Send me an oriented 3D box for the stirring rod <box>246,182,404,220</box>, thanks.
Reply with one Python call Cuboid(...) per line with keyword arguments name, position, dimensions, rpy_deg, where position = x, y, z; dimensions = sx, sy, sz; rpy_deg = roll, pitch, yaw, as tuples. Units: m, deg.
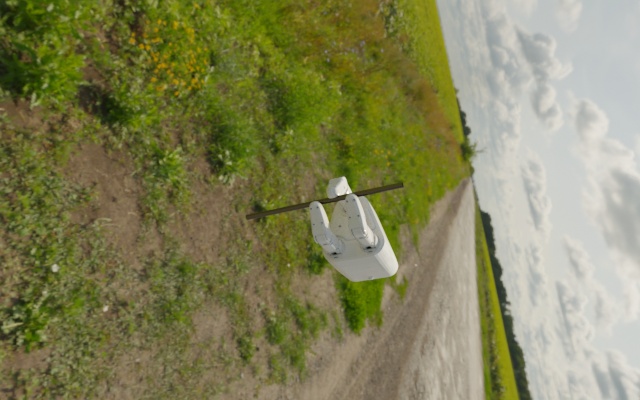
Cuboid(name="stirring rod", position=(0.000, 0.002, 0.686), dimensions=(0.239, 0.011, 0.011), rpy_deg=(-12, -4, 18))
